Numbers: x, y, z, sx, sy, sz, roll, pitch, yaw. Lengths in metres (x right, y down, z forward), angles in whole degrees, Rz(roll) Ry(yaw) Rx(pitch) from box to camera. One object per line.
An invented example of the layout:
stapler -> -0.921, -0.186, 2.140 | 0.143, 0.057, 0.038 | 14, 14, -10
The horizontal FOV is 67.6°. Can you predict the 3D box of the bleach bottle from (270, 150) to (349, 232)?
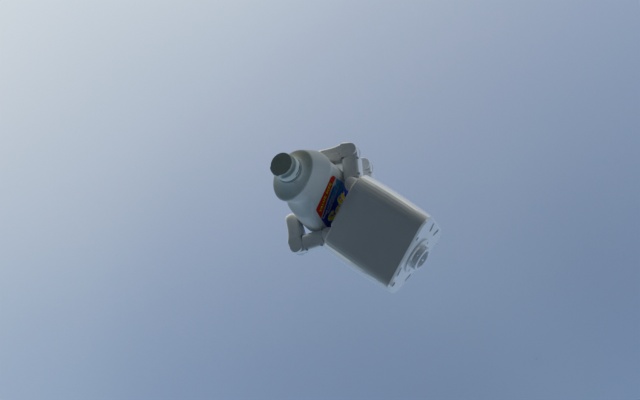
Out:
bleach bottle -> 0.000, 0.002, 0.651 | 0.068, 0.102, 0.251 | 33, -1, 30
